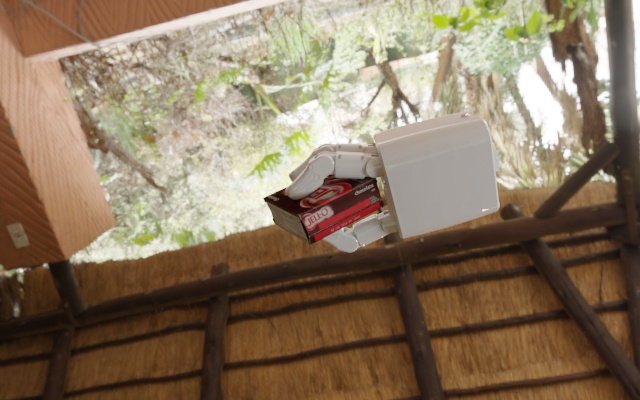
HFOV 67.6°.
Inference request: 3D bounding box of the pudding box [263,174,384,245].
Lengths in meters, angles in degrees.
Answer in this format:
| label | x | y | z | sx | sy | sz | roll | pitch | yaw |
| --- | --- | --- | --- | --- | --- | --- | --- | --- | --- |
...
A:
| label | x | y | z | sx | sy | sz | roll | pitch | yaw |
| --- | --- | --- | --- | --- | --- | --- | --- | --- | --- |
| pudding box | 0.000 | 0.002 | 0.509 | 0.090 | 0.039 | 0.113 | -25 | 16 | -19 |
